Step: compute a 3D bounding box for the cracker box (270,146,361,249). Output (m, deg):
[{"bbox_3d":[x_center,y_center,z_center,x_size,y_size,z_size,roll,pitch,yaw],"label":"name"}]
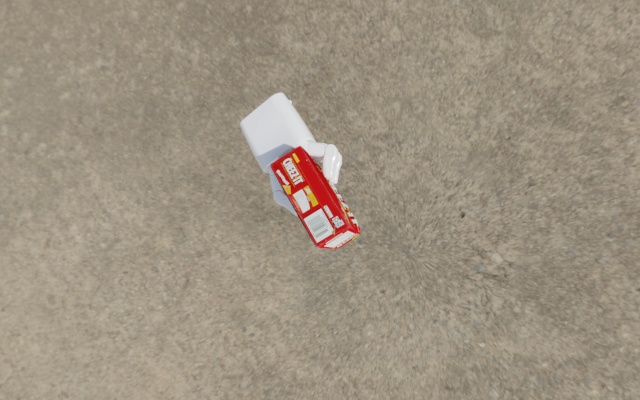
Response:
[{"bbox_3d":[0.000,0.003,0.880,0.072,0.164,0.214,-32,-11,6],"label":"cracker box"}]
